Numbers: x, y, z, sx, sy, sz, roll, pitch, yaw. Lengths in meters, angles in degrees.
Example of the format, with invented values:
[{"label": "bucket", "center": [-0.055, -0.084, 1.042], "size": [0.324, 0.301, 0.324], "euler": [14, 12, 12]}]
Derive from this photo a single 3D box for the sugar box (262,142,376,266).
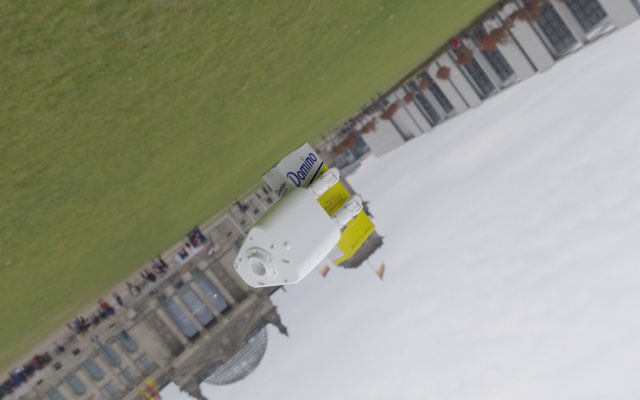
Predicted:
[{"label": "sugar box", "center": [0.000, 0.002, 0.736], "size": [0.048, 0.176, 0.093], "euler": [-33, 7, 42]}]
